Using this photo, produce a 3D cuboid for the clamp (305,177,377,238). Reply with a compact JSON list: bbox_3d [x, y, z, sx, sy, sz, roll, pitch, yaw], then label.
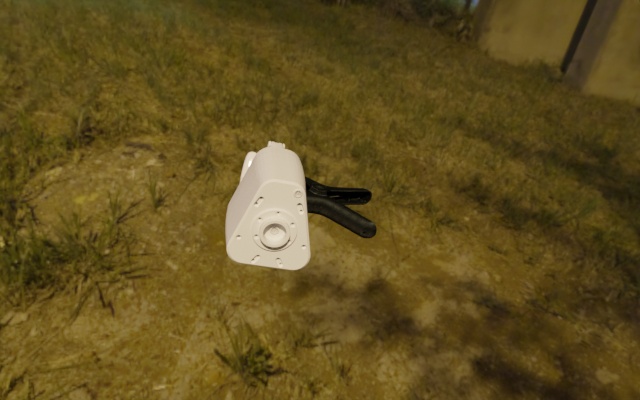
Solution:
[{"bbox_3d":[0.000,0.002,0.651,0.171,0.039,0.120,10,21,-12],"label":"clamp"}]
